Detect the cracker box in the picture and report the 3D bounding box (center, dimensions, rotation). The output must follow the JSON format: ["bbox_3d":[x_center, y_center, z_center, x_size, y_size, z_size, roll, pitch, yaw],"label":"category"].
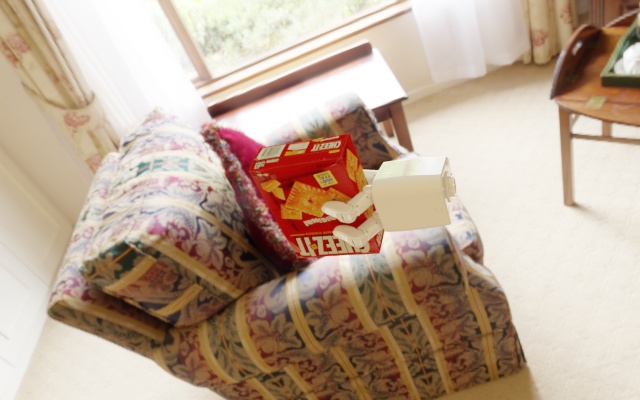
[{"bbox_3d":[0.000,0.002,0.799,0.164,0.214,0.072,-6,40,24],"label":"cracker box"}]
